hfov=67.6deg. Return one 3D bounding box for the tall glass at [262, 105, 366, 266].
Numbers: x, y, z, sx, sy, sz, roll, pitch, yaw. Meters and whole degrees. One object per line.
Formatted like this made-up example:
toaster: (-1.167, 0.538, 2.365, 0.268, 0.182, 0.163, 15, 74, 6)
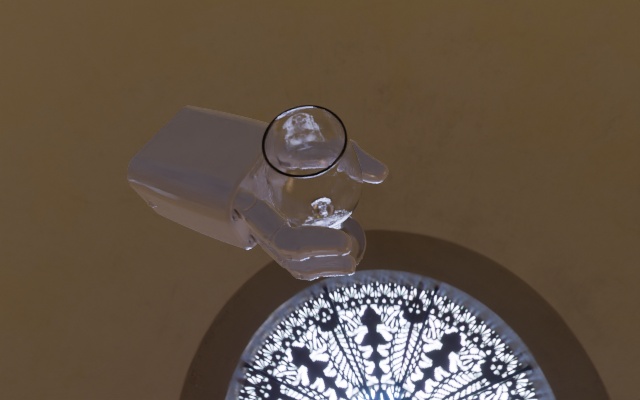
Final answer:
tall glass: (0.000, 0.002, 0.426, 0.079, 0.079, 0.201, 0, -27, 7)
